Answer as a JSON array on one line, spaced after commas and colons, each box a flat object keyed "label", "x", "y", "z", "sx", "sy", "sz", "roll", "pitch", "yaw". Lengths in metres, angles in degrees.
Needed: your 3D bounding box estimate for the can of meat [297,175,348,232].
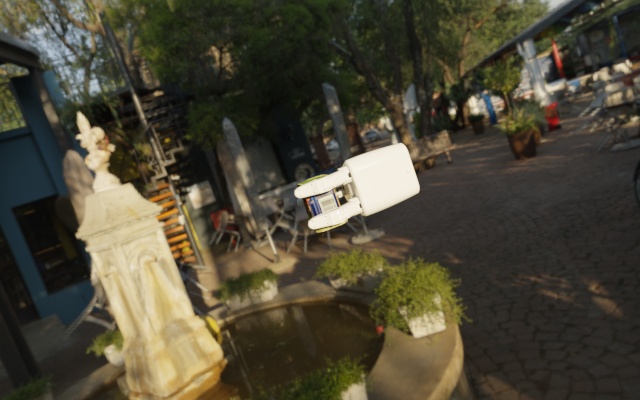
[{"label": "can of meat", "x": 0.000, "y": 0.002, "z": 0.825, "sx": 0.057, "sy": 0.084, "sz": 0.102, "roll": -20, "pitch": 7, "yaw": -7}]
